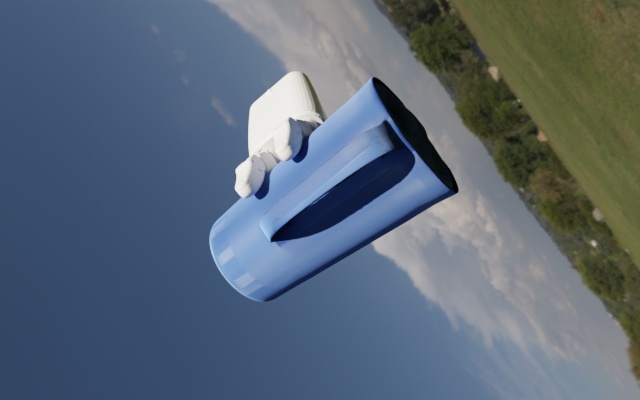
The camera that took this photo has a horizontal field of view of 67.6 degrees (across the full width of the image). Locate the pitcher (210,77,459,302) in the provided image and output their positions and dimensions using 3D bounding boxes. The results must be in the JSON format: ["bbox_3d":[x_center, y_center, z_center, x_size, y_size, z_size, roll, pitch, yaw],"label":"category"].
[{"bbox_3d":[0.000,0.001,0.477,0.243,0.145,0.149,-37,-52,21],"label":"pitcher"}]
